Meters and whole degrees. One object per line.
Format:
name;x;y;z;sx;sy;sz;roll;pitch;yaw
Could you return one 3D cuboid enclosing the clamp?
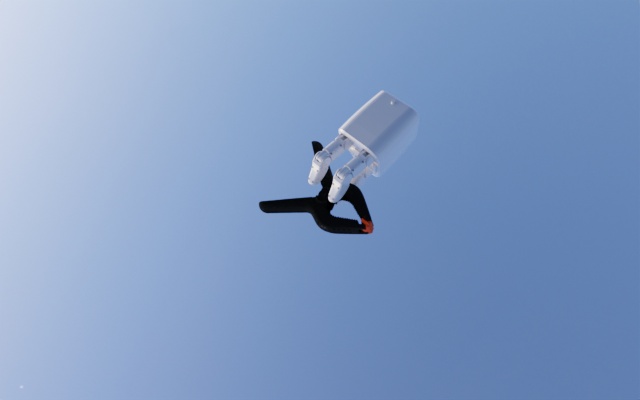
clamp;0.001;0.003;0.826;0.210;0.164;0.036;41;-7;32
